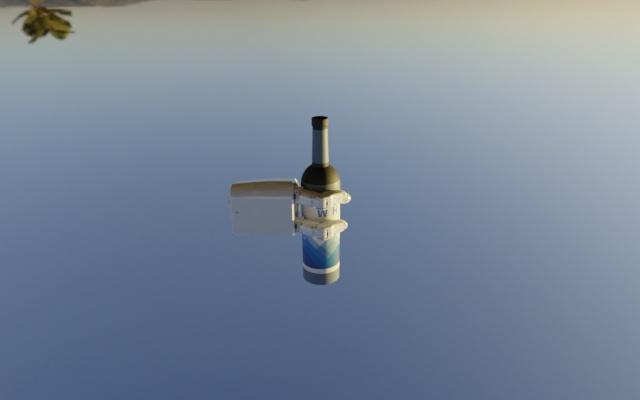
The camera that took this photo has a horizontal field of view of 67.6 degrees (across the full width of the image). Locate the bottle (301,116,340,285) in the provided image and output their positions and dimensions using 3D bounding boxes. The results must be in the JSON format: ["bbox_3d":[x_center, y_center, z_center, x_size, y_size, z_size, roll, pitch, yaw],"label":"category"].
[{"bbox_3d":[0.000,0.003,0.822,0.069,0.296,0.069,0,23,0],"label":"bottle"}]
